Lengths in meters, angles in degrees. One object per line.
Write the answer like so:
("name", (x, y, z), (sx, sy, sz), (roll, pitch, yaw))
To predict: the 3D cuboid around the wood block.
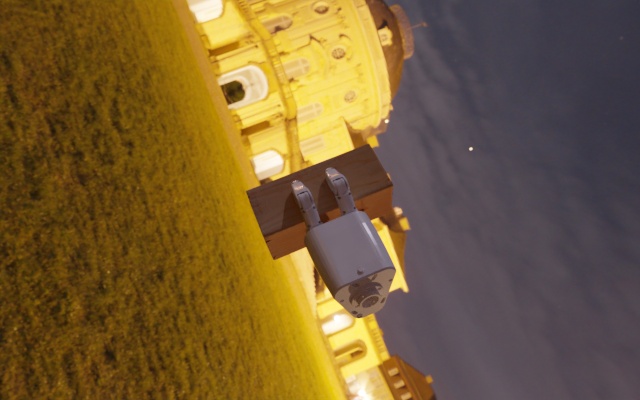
("wood block", (0.000, 0.003, 0.753), (0.206, 0.090, 0.091), (-21, -30, -7))
